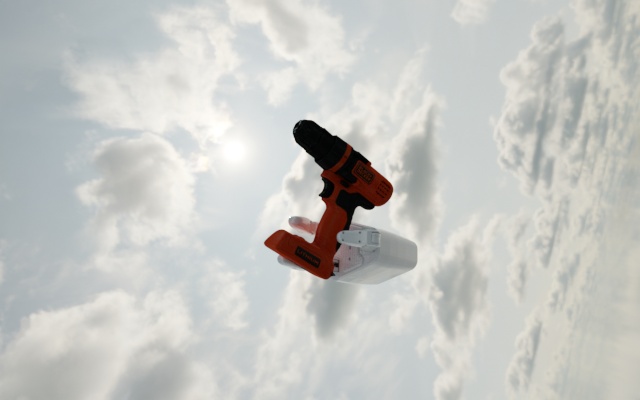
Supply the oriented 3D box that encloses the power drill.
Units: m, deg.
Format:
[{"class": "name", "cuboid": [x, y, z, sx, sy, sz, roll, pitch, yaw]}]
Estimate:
[{"class": "power drill", "cuboid": [0.000, 0.003, 0.679, 0.184, 0.187, 0.057, 36, -11, -23]}]
